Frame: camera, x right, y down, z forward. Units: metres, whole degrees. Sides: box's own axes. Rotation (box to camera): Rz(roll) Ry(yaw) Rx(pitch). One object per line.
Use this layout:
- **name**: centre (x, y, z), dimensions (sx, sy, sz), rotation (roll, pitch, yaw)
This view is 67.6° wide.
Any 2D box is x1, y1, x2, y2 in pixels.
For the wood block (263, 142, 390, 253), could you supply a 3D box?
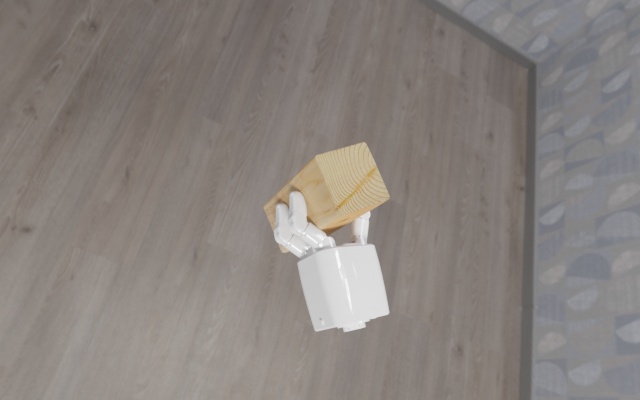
- **wood block**: centre (0.001, 0.003, 0.726), dimensions (0.091, 0.090, 0.206), rotation (-18, -10, -32)
